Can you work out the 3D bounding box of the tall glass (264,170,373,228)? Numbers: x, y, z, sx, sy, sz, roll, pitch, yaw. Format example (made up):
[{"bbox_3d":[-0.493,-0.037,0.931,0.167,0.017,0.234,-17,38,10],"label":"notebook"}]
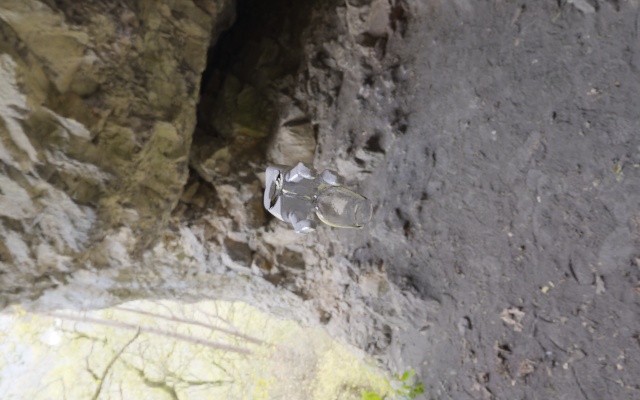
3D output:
[{"bbox_3d":[0.000,0.003,0.899,0.201,0.079,0.079,14,-7,-26],"label":"tall glass"}]
